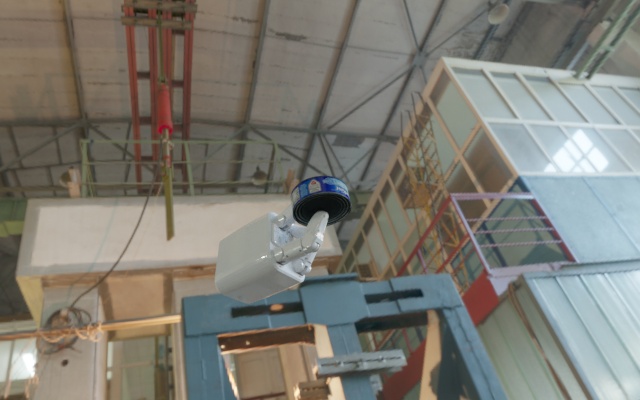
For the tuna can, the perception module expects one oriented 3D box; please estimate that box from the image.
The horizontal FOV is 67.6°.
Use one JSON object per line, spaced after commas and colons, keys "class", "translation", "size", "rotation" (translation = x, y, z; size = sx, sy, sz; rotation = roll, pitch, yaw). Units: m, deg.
{"class": "tuna can", "translation": [0.000, 0.002, 0.692], "size": [0.086, 0.033, 0.086], "rotation": [-7, -35, -5]}
